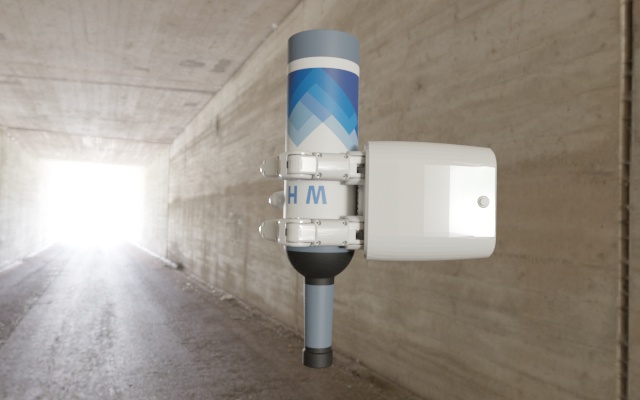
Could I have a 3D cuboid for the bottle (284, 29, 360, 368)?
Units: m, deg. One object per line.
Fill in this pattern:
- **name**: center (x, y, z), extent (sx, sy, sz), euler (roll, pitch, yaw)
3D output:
- **bottle**: center (0.000, 0.001, 0.437), extent (0.069, 0.295, 0.069), euler (1, -1, 0)
